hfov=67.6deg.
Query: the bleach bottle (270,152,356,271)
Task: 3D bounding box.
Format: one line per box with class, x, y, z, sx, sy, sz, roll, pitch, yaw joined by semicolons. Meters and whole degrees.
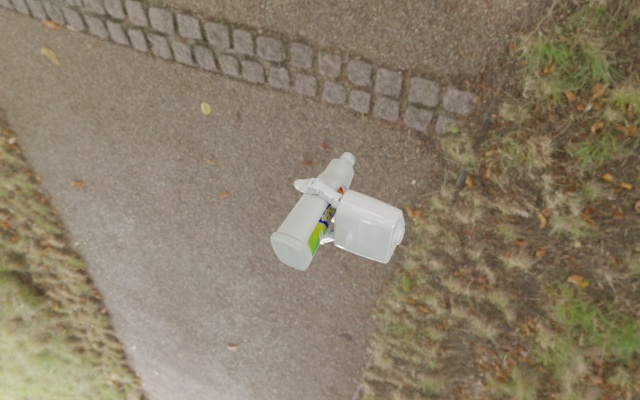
bleach bottle;0.000;0.003;0.899;0.068;0.250;0.103;20;-29;20
